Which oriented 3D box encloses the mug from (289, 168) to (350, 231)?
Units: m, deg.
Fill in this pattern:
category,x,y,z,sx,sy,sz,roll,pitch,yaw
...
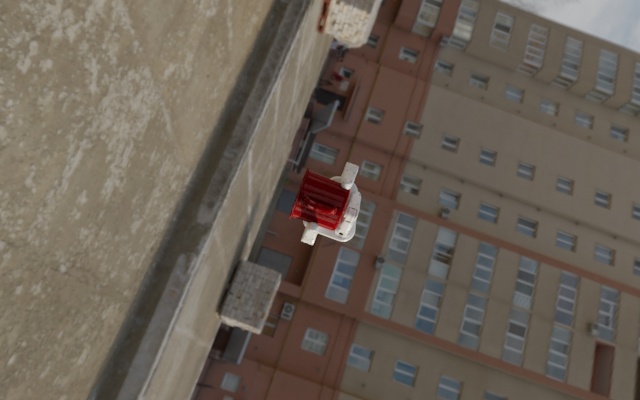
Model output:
category,x,y,z,sx,sy,sz,roll,pitch,yaw
mug,0.000,0.003,0.802,0.081,0.093,0.117,20,6,-2
